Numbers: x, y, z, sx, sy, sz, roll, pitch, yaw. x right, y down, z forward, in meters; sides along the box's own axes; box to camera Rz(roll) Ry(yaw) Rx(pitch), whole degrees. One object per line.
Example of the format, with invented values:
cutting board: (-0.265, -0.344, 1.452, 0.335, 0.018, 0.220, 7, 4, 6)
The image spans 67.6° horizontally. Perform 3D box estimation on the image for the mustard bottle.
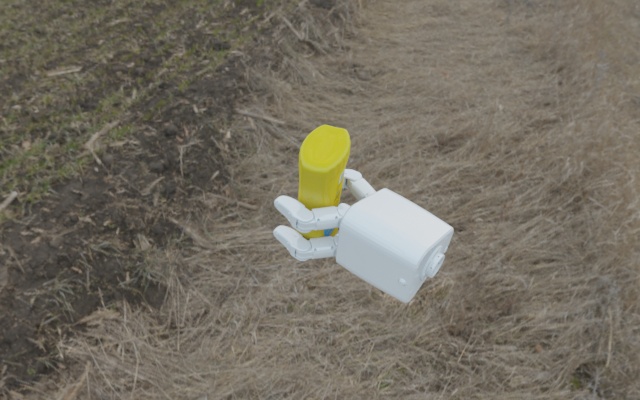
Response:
mustard bottle: (0.000, 0.002, 0.637, 0.058, 0.192, 0.096, 13, 44, 8)
